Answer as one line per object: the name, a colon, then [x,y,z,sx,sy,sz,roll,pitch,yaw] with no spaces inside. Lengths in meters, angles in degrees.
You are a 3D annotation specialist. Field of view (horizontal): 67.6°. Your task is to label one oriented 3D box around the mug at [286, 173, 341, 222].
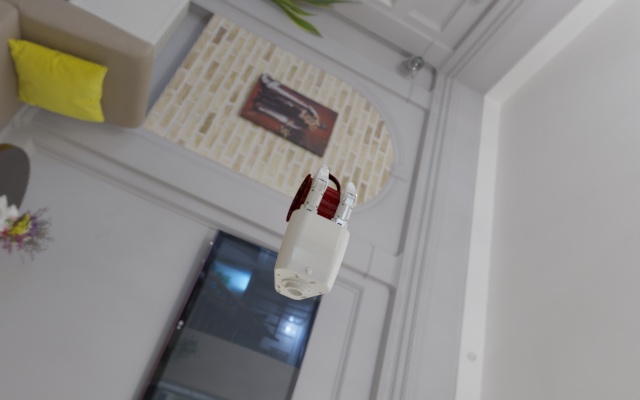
mug: [0.001,0.002,0.835,0.081,0.117,0.093,26,-31,-10]
